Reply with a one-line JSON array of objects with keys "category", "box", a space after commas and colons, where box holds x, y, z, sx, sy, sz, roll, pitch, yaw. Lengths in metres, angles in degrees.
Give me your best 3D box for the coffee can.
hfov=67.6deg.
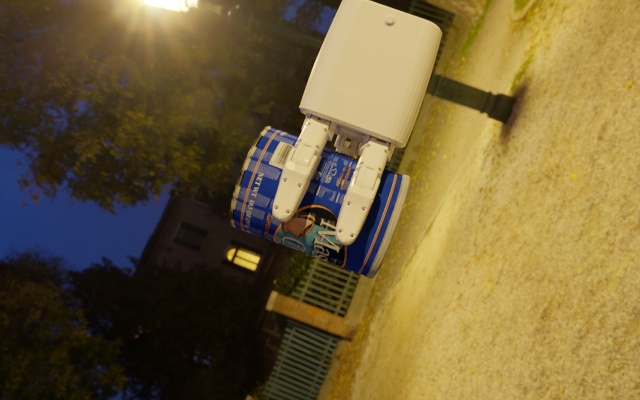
[{"category": "coffee can", "box": [0.000, 0.002, 0.451, 0.140, 0.103, 0.103, 20, 1, 3]}]
